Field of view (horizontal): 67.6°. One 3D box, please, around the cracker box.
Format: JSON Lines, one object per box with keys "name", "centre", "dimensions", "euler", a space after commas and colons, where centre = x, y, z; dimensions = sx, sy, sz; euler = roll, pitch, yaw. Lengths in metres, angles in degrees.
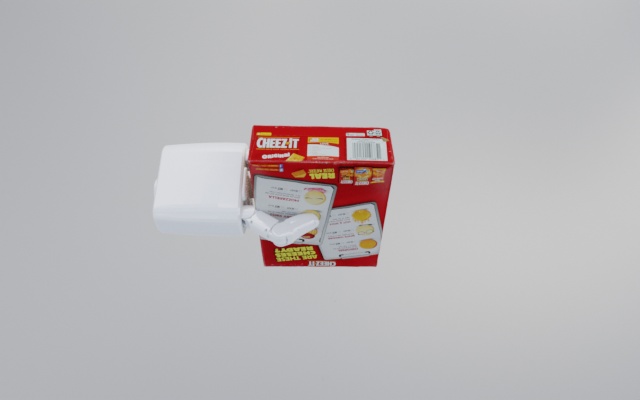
{"name": "cracker box", "centre": [0.000, 0.002, 0.619], "dimensions": [0.164, 0.072, 0.214], "euler": [0, -40, 0]}
